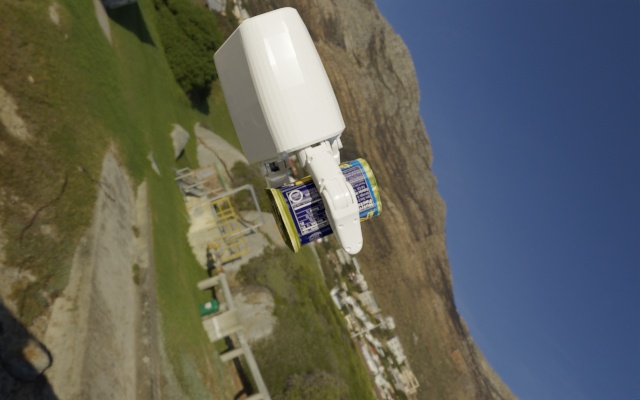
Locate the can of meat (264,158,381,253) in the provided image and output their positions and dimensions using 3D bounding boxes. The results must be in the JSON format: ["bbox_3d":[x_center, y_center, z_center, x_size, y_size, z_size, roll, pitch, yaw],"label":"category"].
[{"bbox_3d":[0.000,0.001,0.433,0.084,0.057,0.102,-22,5,-9],"label":"can of meat"}]
